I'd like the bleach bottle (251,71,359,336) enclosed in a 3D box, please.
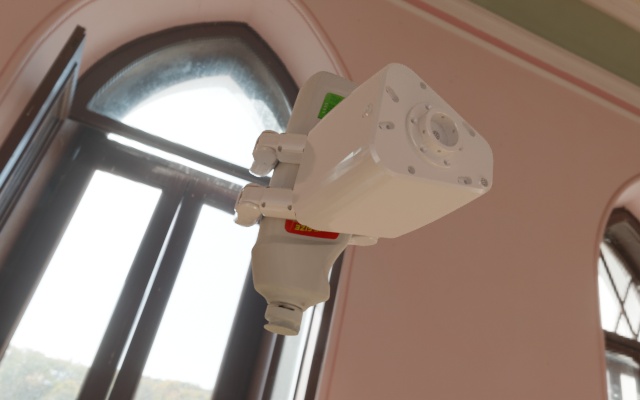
[{"bbox_3d":[0.000,0.001,0.449,0.102,0.250,0.068,24,-30,-20],"label":"bleach bottle"}]
